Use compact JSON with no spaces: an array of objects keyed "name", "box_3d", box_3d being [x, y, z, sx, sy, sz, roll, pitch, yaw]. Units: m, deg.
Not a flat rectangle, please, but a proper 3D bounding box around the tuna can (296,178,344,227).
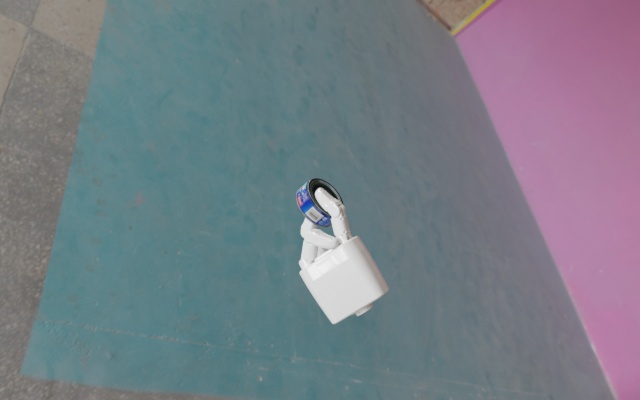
[{"name":"tuna can","box_3d":[0.000,0.002,0.843,0.086,0.086,0.034,0,-33,-49]}]
